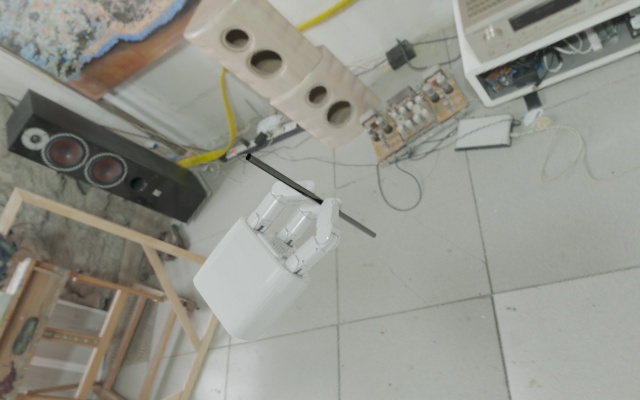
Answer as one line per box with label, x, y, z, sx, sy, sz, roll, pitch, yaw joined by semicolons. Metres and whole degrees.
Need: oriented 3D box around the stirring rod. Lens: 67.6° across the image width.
stirring rod;0.000;0.002;0.563;0.011;0.011;0.240;0;-22;40
